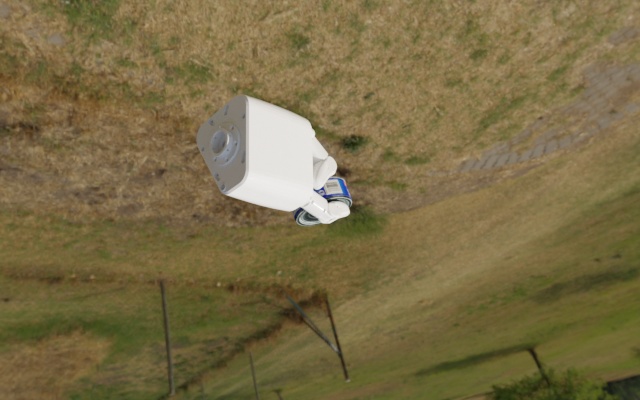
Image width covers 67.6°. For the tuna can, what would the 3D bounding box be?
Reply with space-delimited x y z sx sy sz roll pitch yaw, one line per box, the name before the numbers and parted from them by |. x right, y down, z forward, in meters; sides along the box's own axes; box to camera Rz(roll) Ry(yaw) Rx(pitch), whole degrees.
tuna can | 0.000 0.003 0.669 0.086 0.033 0.086 -18 -23 -8
